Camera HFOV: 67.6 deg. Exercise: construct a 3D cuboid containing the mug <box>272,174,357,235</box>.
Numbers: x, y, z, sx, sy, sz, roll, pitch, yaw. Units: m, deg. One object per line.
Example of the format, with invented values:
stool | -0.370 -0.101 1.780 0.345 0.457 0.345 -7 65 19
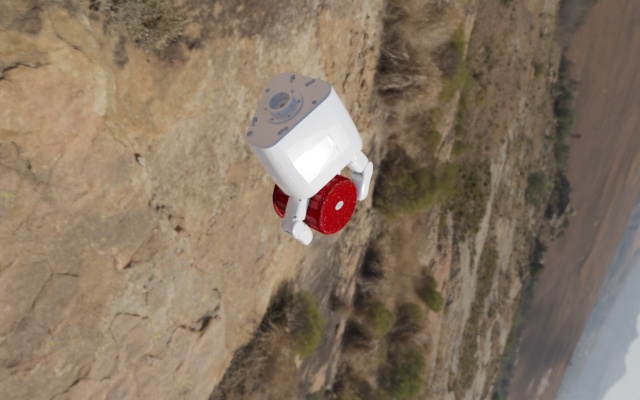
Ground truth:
mug | 0.001 0.003 0.663 0.081 0.093 0.117 24 -16 35
